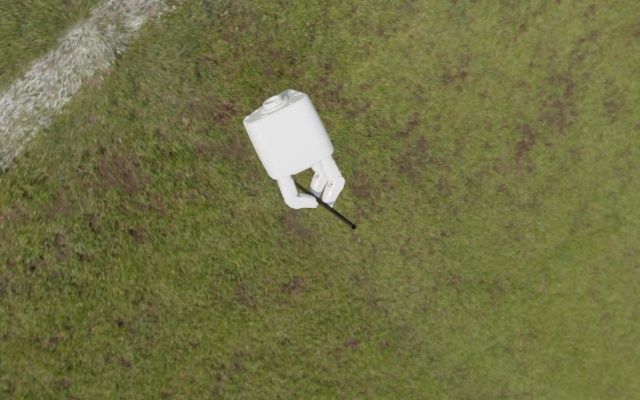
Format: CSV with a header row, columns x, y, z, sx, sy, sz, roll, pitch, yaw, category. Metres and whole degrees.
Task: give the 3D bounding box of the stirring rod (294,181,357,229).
x,y,z,sx,sy,sz,roll,pitch,yaw,category
0.000,0.003,0.824,0.011,0.011,0.239,0,18,-27,stirring rod
